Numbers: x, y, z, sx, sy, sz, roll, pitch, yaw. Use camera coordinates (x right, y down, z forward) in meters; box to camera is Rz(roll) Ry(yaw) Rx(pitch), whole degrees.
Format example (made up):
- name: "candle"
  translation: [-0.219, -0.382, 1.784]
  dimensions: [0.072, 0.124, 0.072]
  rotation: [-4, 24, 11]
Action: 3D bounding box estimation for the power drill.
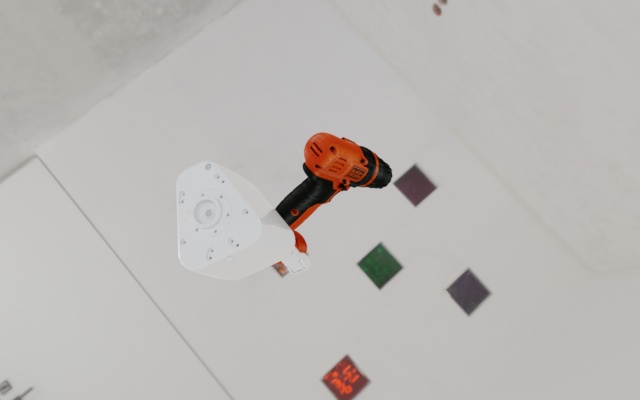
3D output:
- name: "power drill"
  translation: [0.000, 0.002, 0.629]
  dimensions: [0.057, 0.188, 0.184]
  rotation: [49, 18, 30]
